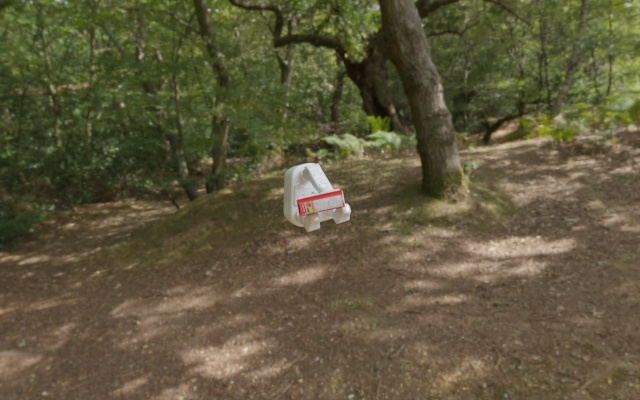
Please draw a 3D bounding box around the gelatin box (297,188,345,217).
[{"bbox_3d":[0.000,0.002,0.778,0.073,0.030,0.089,-12,3,0],"label":"gelatin box"}]
